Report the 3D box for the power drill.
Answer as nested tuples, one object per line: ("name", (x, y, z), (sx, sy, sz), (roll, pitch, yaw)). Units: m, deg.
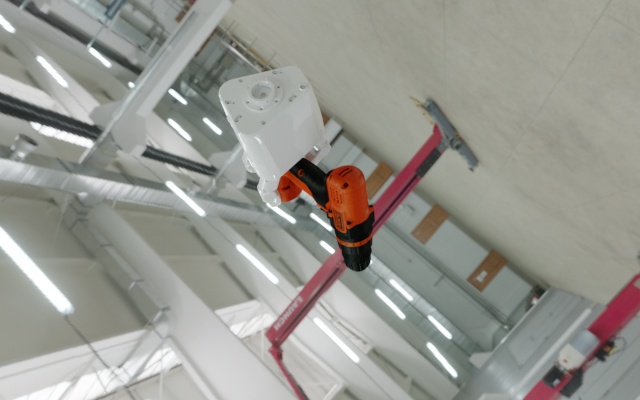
("power drill", (0.000, 0.002, 0.690), (0.057, 0.185, 0.187), (-36, 48, -27))
